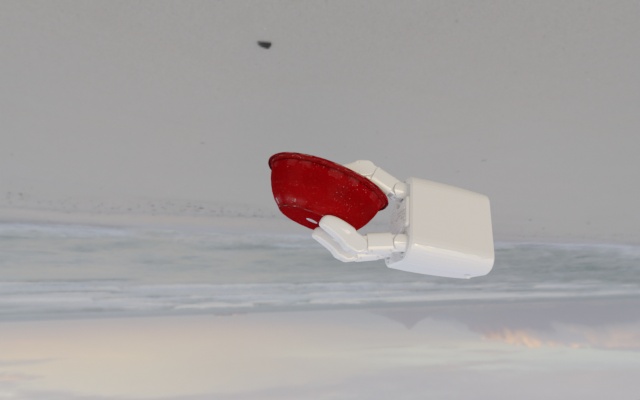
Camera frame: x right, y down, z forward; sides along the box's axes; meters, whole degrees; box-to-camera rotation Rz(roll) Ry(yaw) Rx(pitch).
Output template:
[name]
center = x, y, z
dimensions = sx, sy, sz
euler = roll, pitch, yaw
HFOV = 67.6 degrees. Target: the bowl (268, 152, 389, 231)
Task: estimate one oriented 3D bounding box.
[bowl]
center = -0.001, 0.002, 0.599
dimensions = 0.162, 0.055, 0.162
euler = 20, -16, 6
